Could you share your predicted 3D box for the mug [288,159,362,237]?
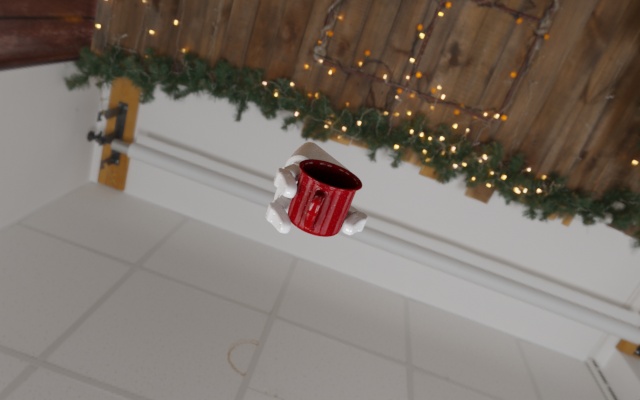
[{"bbox_3d":[0.000,0.003,0.665,0.093,0.081,0.117,21,23,2],"label":"mug"}]
